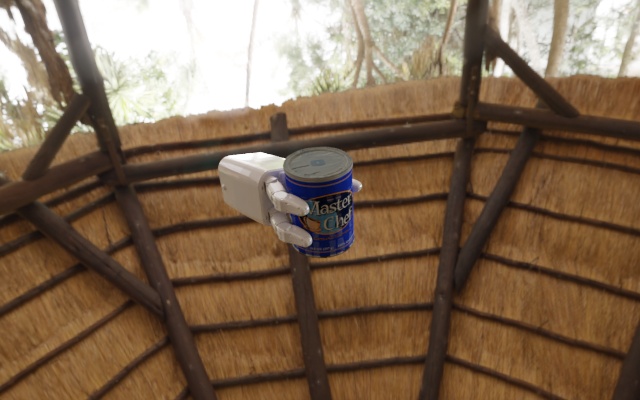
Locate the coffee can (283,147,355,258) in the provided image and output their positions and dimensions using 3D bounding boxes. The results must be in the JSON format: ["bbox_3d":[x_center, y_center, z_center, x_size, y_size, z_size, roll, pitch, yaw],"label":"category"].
[{"bbox_3d":[0.000,0.002,0.735,0.103,0.140,0.102,-3,31,2],"label":"coffee can"}]
